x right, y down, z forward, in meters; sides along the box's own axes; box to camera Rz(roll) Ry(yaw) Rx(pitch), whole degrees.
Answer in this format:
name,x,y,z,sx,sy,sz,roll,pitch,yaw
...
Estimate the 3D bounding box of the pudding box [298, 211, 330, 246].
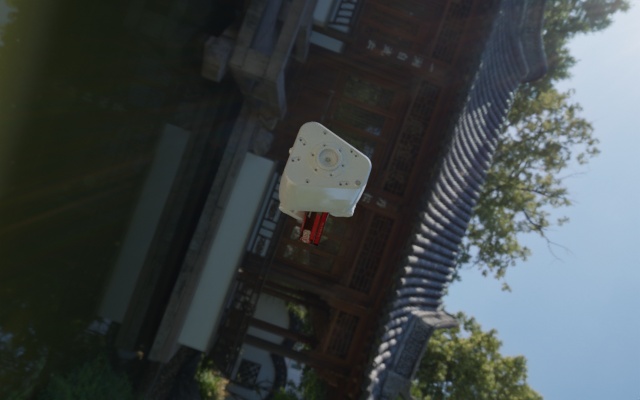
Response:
name,x,y,z,sx,sy,sz,roll,pitch,yaw
pudding box,0.000,0.003,0.765,0.039,0.090,0.113,19,45,1
